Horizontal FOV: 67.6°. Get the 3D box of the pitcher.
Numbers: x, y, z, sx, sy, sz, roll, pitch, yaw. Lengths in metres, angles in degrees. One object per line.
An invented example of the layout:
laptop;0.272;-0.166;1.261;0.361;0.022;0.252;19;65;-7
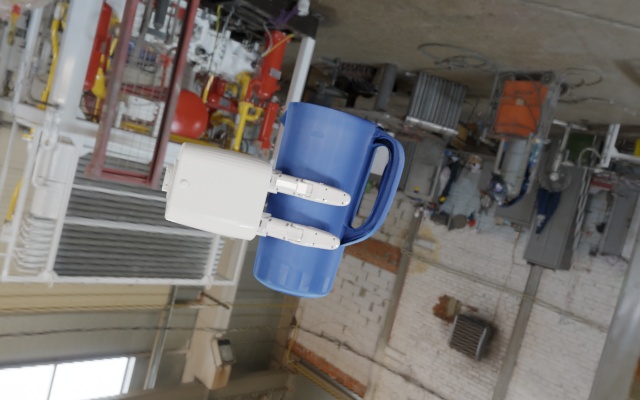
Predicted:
pitcher;0.000;0.002;0.633;0.145;0.243;0.149;14;3;-19
